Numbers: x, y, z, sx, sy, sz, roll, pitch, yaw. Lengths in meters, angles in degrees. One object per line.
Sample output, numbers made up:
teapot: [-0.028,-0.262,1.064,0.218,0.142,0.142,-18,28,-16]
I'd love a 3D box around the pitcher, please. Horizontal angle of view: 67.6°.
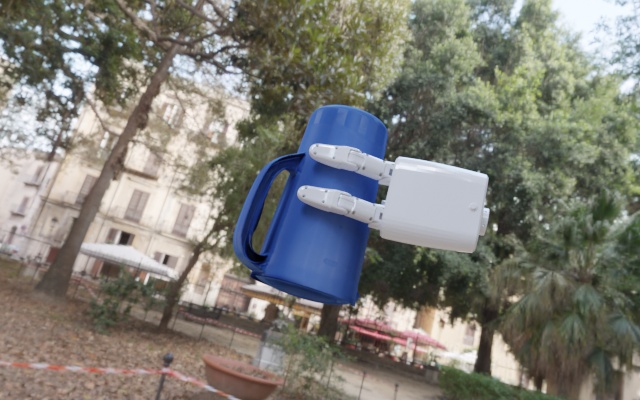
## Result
pitcher: [0.000,0.002,0.605,0.145,0.242,0.149,12,-17,14]
